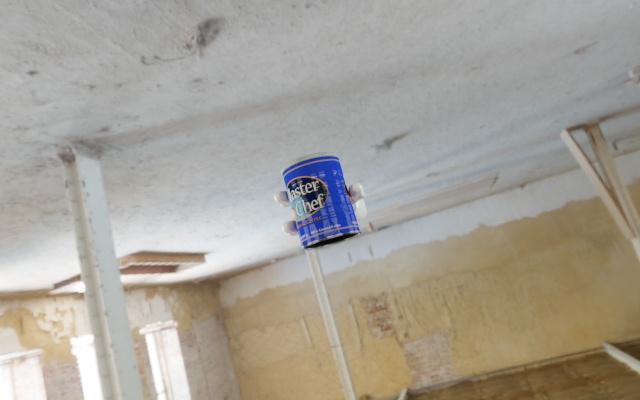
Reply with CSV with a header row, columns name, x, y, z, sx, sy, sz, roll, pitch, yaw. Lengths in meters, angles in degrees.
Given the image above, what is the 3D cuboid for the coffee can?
name,x,y,z,sx,sy,sz,roll,pitch,yaw
coffee can,0.000,0.002,0.804,0.103,0.140,0.103,-15,-12,-3
